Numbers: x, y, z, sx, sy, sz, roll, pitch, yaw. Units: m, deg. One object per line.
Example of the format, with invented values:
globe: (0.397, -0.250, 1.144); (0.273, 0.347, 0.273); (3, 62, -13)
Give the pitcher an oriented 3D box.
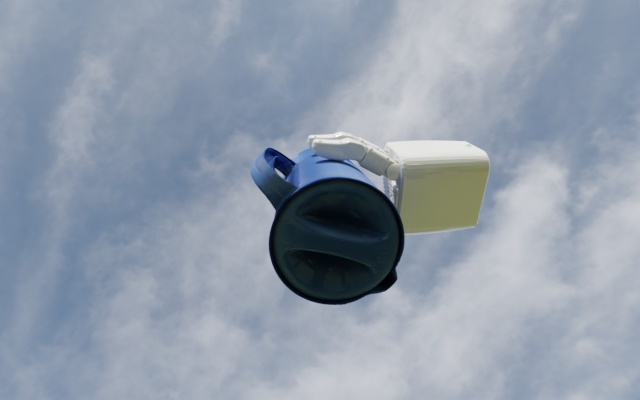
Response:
pitcher: (0.000, 0.002, 0.567); (0.145, 0.149, 0.242); (-5, 17, -4)
